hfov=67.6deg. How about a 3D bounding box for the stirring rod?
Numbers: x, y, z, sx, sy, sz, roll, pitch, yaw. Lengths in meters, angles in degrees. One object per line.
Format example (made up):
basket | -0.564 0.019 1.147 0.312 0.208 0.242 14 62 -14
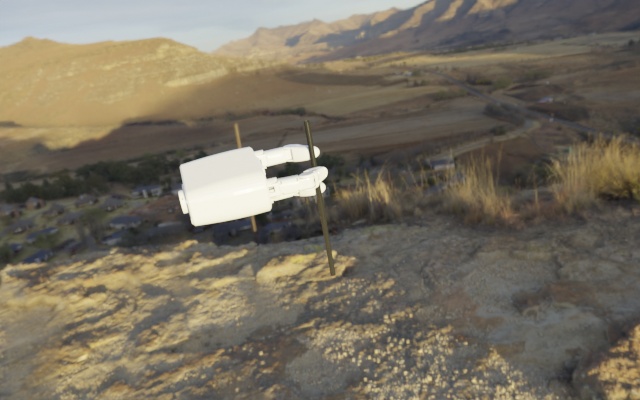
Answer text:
stirring rod | 0.000 0.002 0.703 0.011 0.240 0.011 -9 18 3
